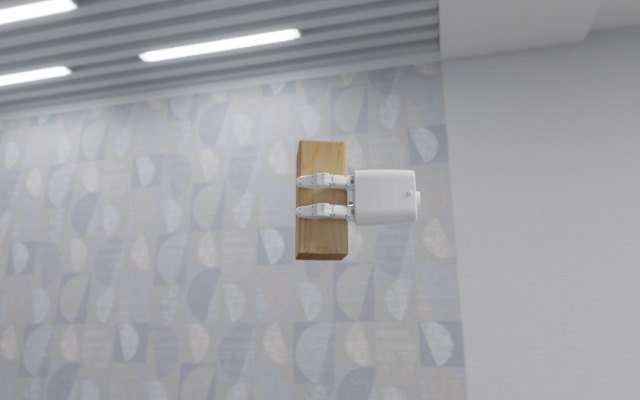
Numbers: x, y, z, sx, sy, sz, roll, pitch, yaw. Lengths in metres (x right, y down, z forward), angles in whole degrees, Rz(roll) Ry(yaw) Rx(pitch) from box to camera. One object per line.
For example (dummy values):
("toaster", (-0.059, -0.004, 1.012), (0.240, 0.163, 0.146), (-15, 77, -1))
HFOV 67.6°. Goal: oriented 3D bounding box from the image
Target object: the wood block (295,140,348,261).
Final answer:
("wood block", (0.001, 0.003, 0.884), (0.090, 0.206, 0.091), (2, -15, -6))
